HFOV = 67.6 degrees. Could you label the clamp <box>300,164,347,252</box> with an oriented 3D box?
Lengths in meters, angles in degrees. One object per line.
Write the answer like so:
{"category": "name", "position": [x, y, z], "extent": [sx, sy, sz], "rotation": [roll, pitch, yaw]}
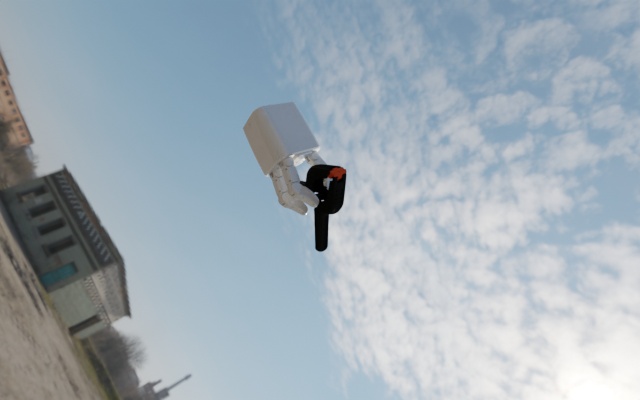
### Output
{"category": "clamp", "position": [0.001, 0.002, 0.883], "extent": [0.036, 0.164, 0.210], "rotation": [-23, -7, -29]}
